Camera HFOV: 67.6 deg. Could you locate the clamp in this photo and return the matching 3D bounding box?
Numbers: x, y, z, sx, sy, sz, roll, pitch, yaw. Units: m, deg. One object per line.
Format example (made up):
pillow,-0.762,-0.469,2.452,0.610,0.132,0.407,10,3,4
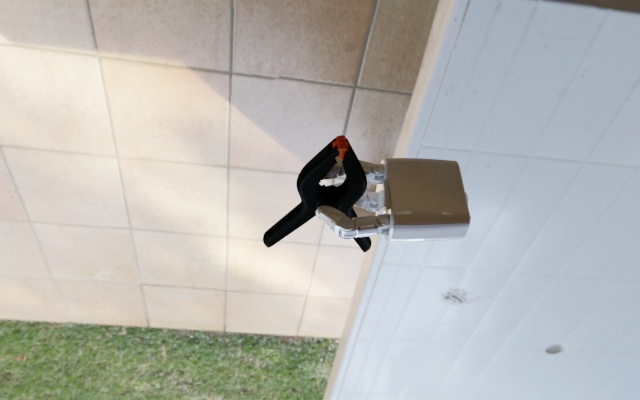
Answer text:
clamp,0.000,0.002,0.659,0.164,0.210,0.036,-2,45,-6
